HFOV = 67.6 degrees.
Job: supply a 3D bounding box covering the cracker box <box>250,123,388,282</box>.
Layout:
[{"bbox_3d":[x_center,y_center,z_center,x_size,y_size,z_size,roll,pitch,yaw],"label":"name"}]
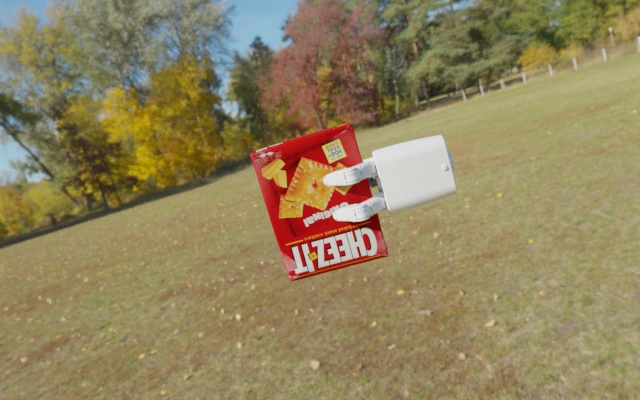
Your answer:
[{"bbox_3d":[0.000,0.002,0.751,0.164,0.214,0.072,-16,8,6],"label":"cracker box"}]
